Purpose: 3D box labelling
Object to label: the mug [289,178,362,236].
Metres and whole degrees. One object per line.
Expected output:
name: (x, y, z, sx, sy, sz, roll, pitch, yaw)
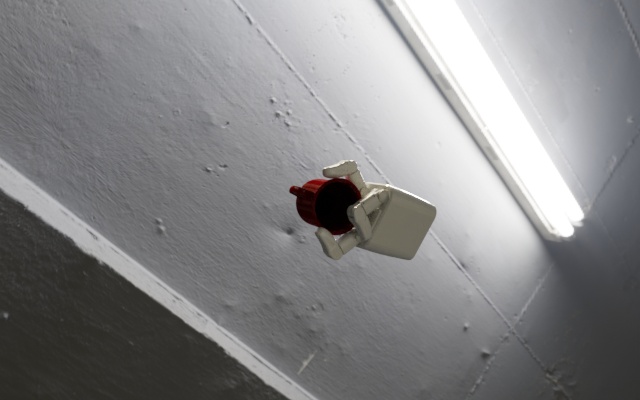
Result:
mug: (-0.001, 0.002, 0.793, 0.117, 0.093, 0.081, 20, -4, -27)
